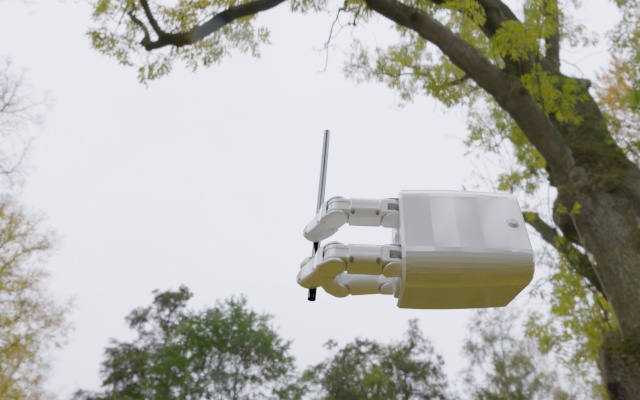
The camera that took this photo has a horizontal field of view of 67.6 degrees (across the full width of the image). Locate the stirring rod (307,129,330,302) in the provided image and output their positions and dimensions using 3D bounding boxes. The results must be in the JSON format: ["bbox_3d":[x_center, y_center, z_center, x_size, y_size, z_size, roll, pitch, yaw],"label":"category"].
[{"bbox_3d":[0.000,0.002,0.510,0.011,0.239,0.011,3,-43,3],"label":"stirring rod"}]
